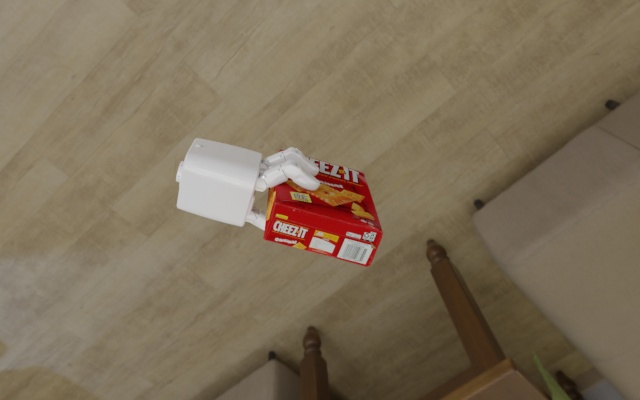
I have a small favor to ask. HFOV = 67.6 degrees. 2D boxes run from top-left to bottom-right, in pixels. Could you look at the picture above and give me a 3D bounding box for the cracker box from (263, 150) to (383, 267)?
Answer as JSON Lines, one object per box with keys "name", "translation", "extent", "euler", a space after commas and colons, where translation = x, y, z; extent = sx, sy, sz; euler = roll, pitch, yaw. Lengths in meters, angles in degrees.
{"name": "cracker box", "translation": [0.000, 0.003, 0.762], "extent": [0.164, 0.072, 0.213], "euler": [16, 25, -10]}
